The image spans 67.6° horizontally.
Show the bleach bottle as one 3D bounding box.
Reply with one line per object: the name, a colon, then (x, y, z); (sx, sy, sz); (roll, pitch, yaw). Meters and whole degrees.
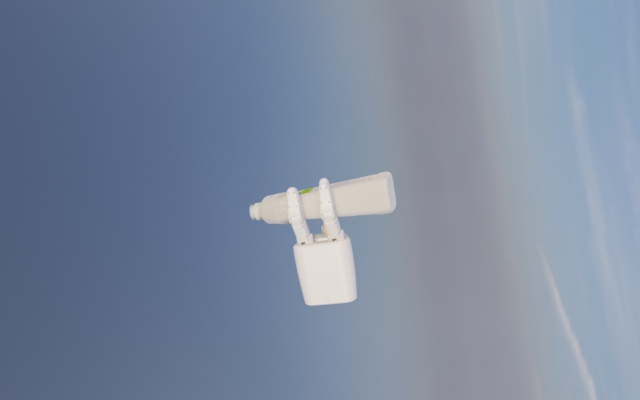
bleach bottle: (0.000, 0.003, 0.834); (0.251, 0.068, 0.102); (-8, 5, 15)
